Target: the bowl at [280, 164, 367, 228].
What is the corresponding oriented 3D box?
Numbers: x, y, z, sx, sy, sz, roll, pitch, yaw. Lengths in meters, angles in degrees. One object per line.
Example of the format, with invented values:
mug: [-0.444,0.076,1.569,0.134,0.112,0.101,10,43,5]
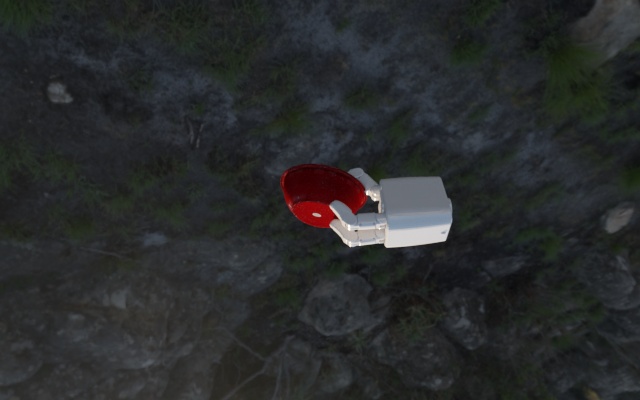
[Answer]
bowl: [-0.001,0.003,0.857,0.162,0.055,0.162,10,-30,6]
